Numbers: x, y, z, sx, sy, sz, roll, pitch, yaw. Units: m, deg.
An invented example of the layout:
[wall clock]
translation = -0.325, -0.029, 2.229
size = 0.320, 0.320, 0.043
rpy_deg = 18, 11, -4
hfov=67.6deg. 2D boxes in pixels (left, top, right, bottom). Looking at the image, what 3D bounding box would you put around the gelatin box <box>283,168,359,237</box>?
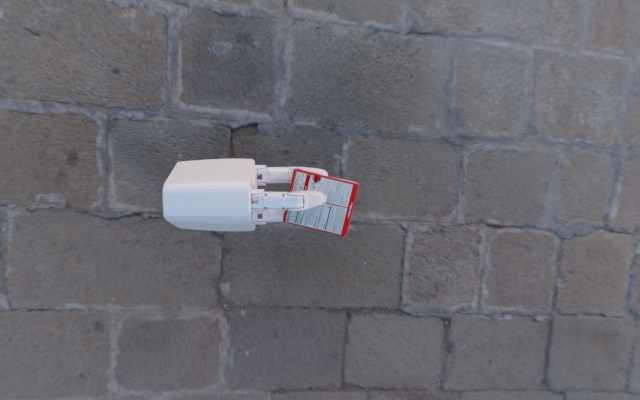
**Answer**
[gelatin box]
translation = 0.000, 0.002, 0.637
size = 0.089, 0.073, 0.030
rpy_deg = 13, 5, -1
